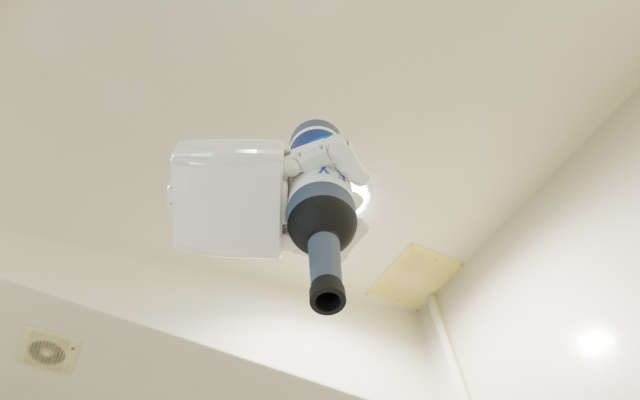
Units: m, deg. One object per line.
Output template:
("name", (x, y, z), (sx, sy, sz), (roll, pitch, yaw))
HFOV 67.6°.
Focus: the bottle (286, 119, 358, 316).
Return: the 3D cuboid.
("bottle", (0.000, 0.001, 0.477), (0.069, 0.069, 0.295), (0, 30, -2))
